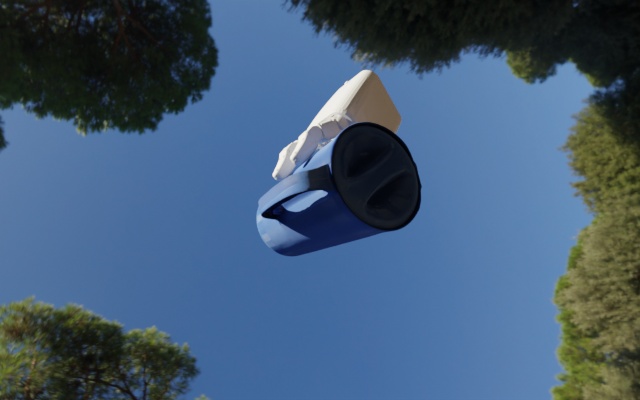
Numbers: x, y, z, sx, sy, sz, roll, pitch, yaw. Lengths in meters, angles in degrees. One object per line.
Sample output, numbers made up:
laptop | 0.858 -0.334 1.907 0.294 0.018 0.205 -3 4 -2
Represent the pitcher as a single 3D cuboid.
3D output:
pitcher | 0.000 0.002 0.638 0.149 0.145 0.243 40 -34 -15
